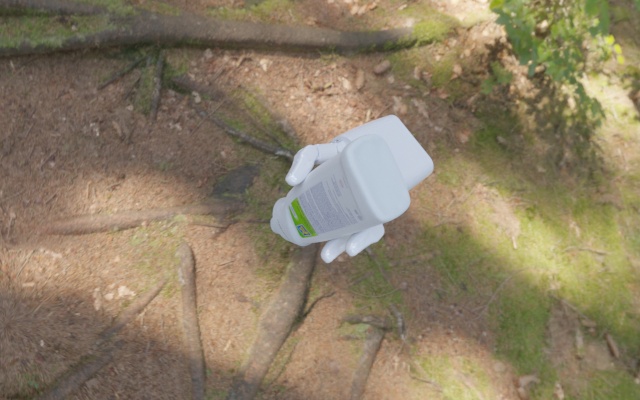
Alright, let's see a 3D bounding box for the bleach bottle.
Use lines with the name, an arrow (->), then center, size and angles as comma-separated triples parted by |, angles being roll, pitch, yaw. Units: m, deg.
bleach bottle -> 0.000, 0.002, 0.625 | 0.068, 0.102, 0.251 | -27, 3, -36
